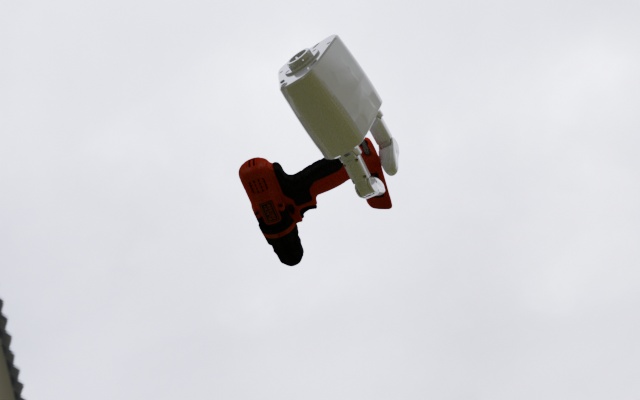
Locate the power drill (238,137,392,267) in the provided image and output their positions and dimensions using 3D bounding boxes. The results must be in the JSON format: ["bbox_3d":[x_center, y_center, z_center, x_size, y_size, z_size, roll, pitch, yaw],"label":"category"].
[{"bbox_3d":[0.000,0.002,0.662,0.187,0.185,0.057,-19,37,2],"label":"power drill"}]
